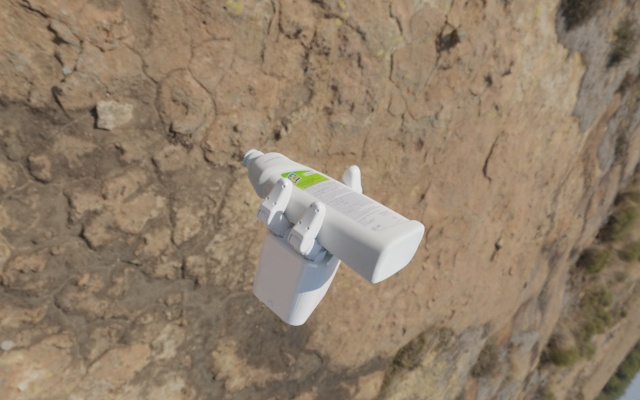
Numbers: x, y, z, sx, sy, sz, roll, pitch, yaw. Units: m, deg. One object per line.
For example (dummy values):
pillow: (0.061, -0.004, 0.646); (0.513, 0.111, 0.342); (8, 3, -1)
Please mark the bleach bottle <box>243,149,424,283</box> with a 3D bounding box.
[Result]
bleach bottle: (0.000, 0.002, 0.609); (0.250, 0.068, 0.102); (34, 31, 28)
